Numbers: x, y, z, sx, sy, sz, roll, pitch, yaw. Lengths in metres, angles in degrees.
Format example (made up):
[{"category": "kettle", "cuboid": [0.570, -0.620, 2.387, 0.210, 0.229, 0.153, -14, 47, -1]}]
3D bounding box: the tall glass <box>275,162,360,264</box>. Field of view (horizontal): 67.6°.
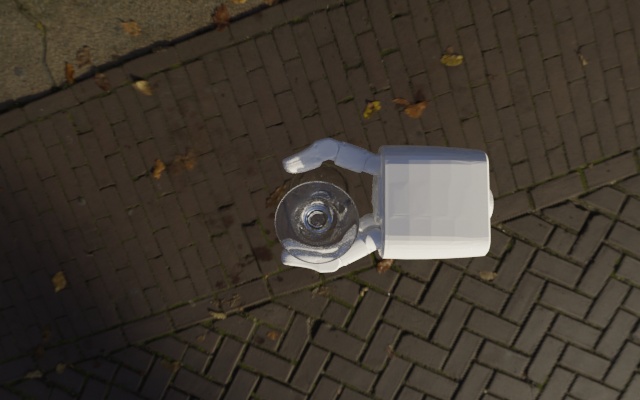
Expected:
[{"category": "tall glass", "cuboid": [0.000, 0.002, 0.512, 0.079, 0.079, 0.201, 0, 11, 1]}]
